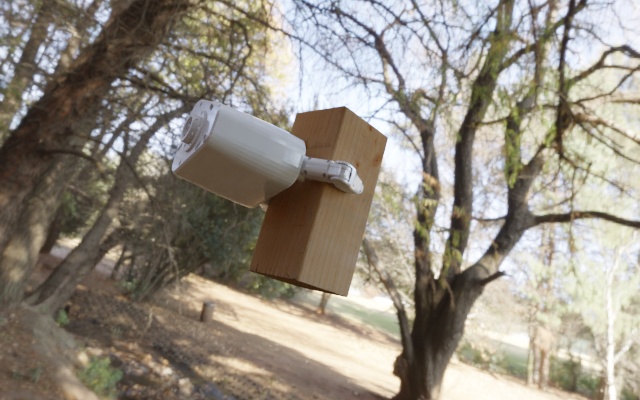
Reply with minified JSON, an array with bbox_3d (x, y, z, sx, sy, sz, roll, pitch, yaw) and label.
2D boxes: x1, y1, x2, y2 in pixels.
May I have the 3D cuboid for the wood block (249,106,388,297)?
[{"bbox_3d":[0.000,0.002,0.581,0.091,0.206,0.090,2,-18,46],"label":"wood block"}]
